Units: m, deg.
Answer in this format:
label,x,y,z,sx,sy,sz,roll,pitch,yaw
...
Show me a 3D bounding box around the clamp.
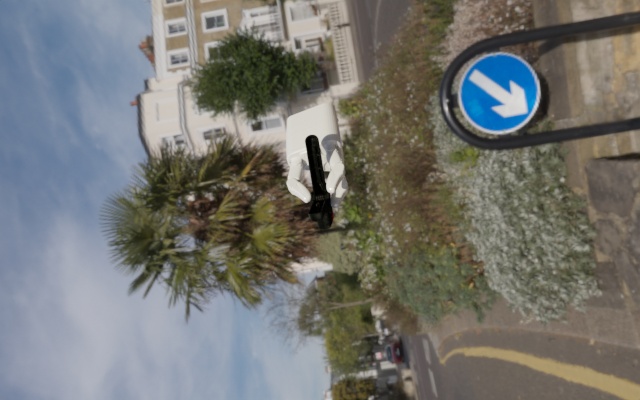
label,x,y,z,sx,sy,sz,roll,pitch,yaw
clamp,-0.001,0.003,0.890,0.036,0.164,0.210,-5,-33,6
